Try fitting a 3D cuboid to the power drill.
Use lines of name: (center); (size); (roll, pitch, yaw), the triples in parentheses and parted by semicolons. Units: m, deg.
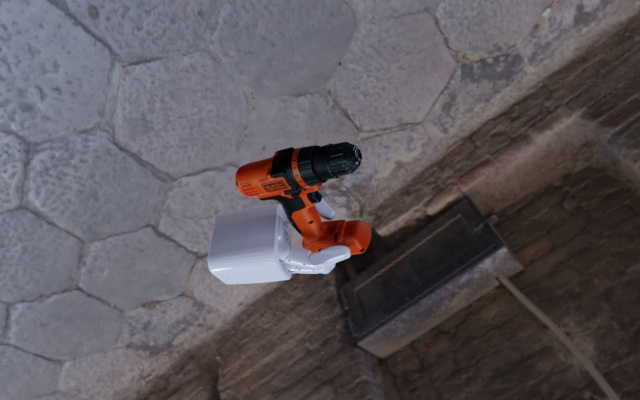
power drill: (0.000, 0.003, 0.661); (0.184, 0.057, 0.188); (-9, -46, 30)
